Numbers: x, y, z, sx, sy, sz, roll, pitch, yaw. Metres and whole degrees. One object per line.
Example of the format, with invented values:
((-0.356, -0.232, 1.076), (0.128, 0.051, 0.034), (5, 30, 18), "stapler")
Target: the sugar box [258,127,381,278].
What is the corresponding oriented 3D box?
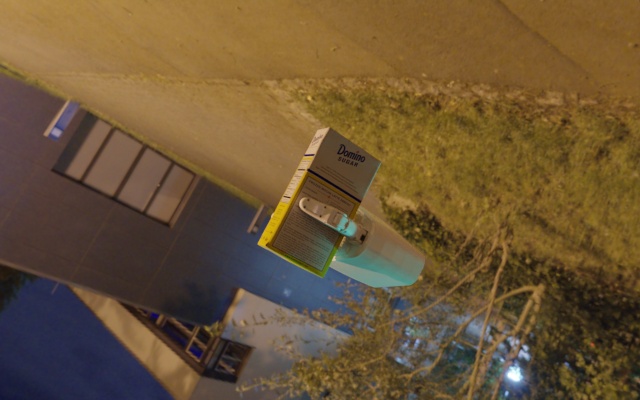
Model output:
((0.000, 0.002, 0.634), (0.093, 0.176, 0.048), (31, -11, -23), "sugar box")
